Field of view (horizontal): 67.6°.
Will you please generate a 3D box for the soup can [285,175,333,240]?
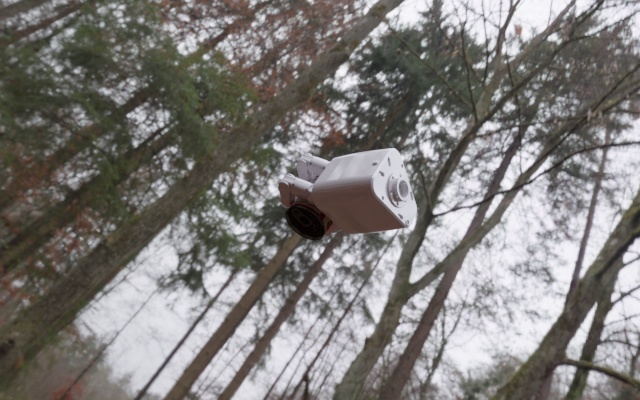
[{"bbox_3d":[0.000,0.002,0.741,0.068,0.068,0.102,0,40,37],"label":"soup can"}]
